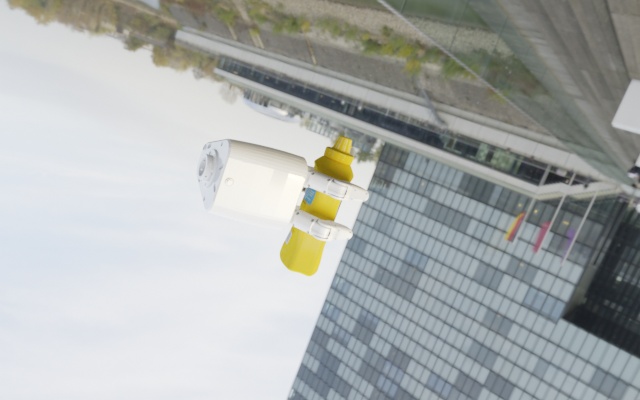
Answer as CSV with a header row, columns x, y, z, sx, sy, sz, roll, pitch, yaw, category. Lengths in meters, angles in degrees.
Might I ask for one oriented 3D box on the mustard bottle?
x,y,z,sx,sy,sz,roll,pitch,yaw,category
0.000,0.003,0.664,0.058,0.191,0.096,19,10,-8,mustard bottle
